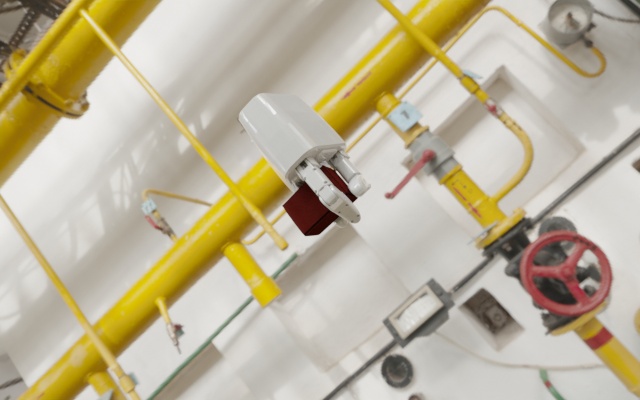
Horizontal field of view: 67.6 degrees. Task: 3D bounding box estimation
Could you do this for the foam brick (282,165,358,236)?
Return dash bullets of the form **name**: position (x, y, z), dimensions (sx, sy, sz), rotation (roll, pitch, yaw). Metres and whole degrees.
- **foam brick**: position (0.000, 0.002, 0.619), dimensions (0.078, 0.051, 0.053), rotation (-44, -16, 11)
